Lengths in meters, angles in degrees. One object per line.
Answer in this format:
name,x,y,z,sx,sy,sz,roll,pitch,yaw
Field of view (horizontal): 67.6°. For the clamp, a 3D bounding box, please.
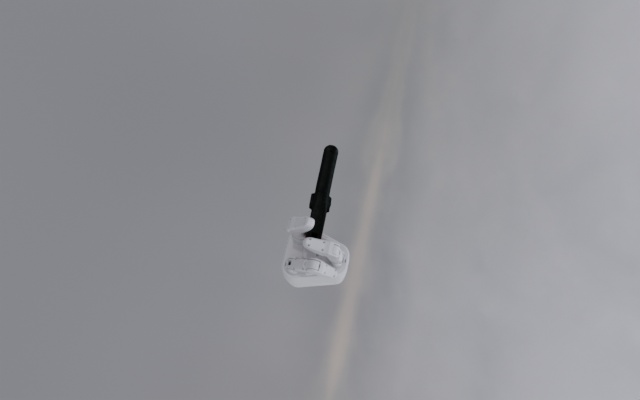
clamp,0.001,0.003,0.820,0.039,0.171,0.120,12,-19,6
